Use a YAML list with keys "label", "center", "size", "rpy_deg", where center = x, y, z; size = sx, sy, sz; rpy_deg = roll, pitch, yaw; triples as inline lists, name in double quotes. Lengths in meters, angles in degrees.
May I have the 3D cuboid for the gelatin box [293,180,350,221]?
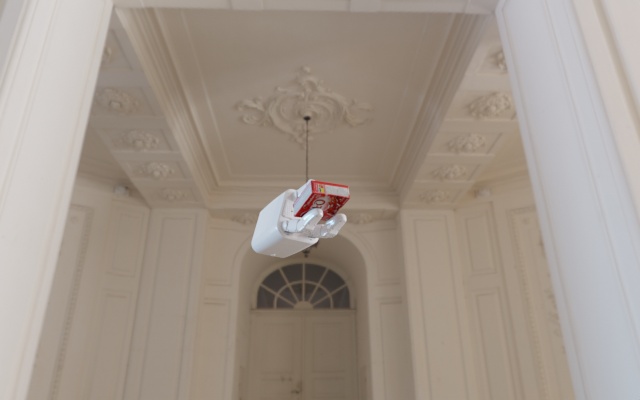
- label: "gelatin box"
  center: [0.000, 0.002, 0.853]
  size: [0.073, 0.030, 0.089]
  rpy_deg: [8, -34, -24]
